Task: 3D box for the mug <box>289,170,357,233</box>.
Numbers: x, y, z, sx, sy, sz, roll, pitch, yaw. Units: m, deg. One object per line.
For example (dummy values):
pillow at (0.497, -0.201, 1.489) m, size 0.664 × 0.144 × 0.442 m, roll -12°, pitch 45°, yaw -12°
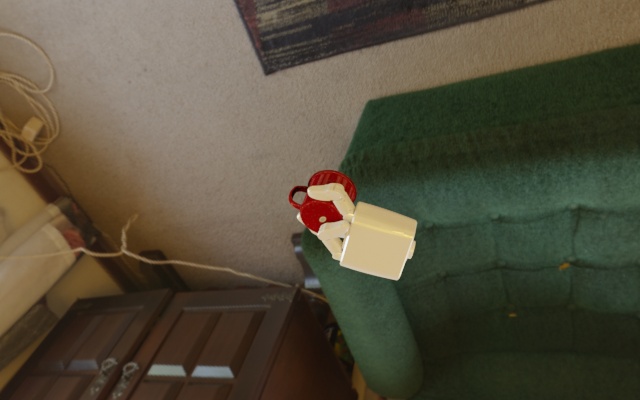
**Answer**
mug at (-0.001, 0.002, 0.851) m, size 0.117 × 0.093 × 0.081 m, roll 16°, pitch 42°, yaw 5°
